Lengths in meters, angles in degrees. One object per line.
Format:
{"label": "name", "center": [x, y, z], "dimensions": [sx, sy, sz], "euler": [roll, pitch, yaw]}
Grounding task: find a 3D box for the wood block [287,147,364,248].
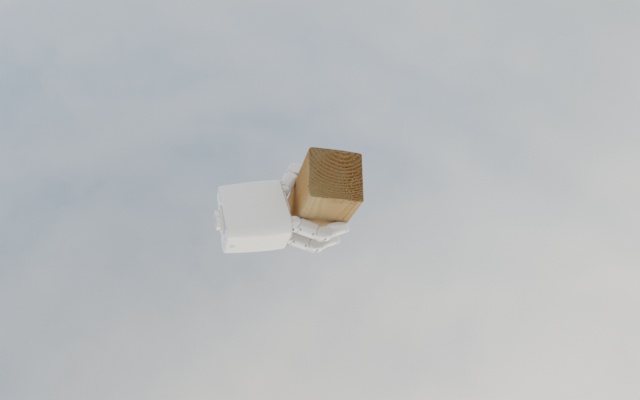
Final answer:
{"label": "wood block", "center": [0.000, 0.002, 0.833], "dimensions": [0.090, 0.090, 0.206], "euler": [6, -27, -13]}
